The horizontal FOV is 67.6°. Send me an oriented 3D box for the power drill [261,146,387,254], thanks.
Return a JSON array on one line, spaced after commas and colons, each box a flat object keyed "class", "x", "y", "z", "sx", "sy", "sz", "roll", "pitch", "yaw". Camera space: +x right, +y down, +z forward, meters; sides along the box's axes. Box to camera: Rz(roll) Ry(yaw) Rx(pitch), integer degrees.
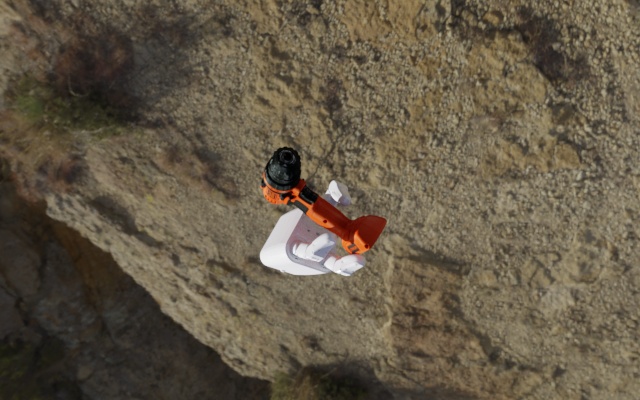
[{"class": "power drill", "x": 0.000, "y": 0.003, "z": 0.691, "sx": 0.187, "sy": 0.057, "sz": 0.184, "roll": 35, "pitch": -14, "yaw": -1}]
